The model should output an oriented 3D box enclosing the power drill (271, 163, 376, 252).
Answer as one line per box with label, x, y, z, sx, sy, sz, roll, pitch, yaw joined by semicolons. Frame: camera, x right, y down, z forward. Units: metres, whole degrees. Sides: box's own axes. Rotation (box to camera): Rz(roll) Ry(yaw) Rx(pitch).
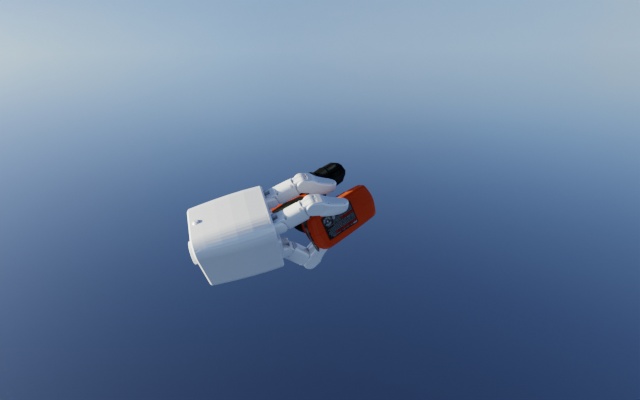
power drill;0.000;0.003;0.731;0.184;0.057;0.187;-35;22;-20
